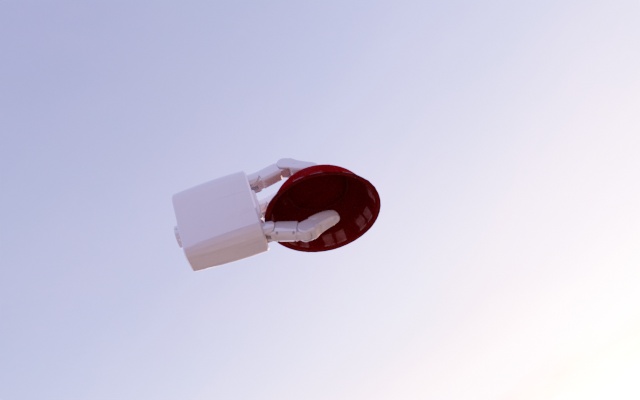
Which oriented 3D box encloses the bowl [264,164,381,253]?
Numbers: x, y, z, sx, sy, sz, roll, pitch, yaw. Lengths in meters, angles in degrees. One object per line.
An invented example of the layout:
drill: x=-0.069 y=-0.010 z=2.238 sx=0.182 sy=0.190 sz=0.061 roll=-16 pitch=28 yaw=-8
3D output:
bowl: x=0.001 y=0.002 z=0.669 sx=0.162 sy=0.055 sz=0.162 roll=-7 pitch=-43 yaw=-7
